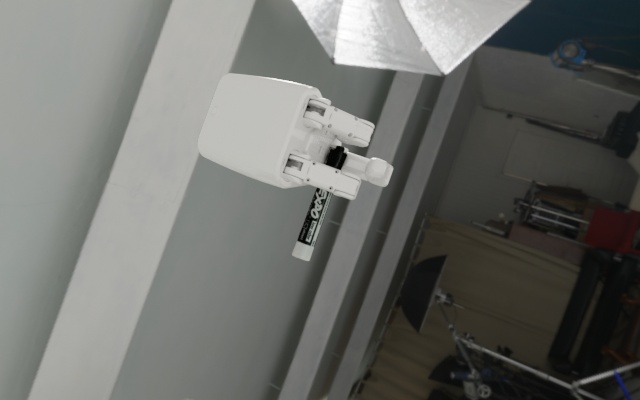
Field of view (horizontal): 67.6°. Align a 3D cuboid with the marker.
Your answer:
[{"bbox_3d":[0.000,0.002,0.485,0.020,0.121,0.020,20,-2,1],"label":"marker"}]
